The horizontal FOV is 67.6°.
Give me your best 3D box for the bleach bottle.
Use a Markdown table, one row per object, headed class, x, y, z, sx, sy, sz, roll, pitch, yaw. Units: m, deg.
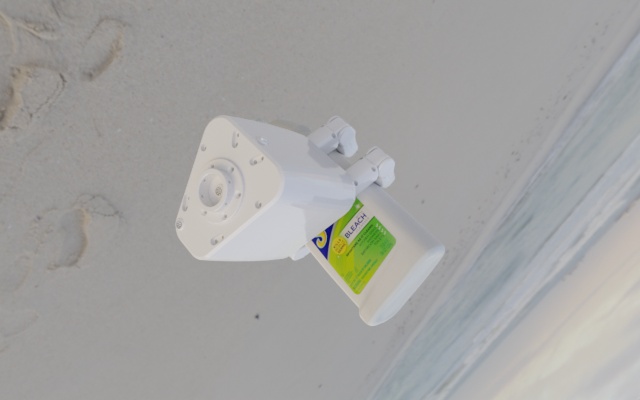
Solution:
| class | x | y | z | sx | sy | sz | roll | pitch | yaw |
| --- | --- | --- | --- | --- | --- | --- | --- | --- | --- |
| bleach bottle | 0.000 | 0.002 | 0.489 | 0.250 | 0.102 | 0.068 | 43 | 18 | 26 |
